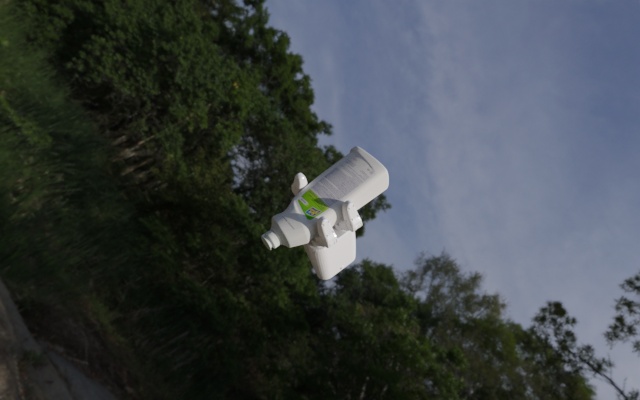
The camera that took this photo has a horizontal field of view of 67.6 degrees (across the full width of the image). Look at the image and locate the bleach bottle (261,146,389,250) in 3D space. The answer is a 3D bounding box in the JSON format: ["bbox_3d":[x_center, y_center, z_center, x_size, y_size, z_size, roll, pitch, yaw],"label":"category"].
[{"bbox_3d":[0.000,0.003,0.858,0.251,0.068,0.102,-34,53,-19],"label":"bleach bottle"}]
